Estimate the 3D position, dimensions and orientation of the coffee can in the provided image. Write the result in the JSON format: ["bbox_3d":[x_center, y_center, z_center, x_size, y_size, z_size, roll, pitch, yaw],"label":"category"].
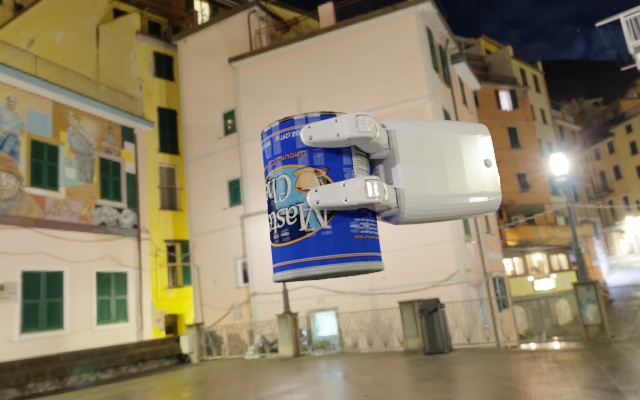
[{"bbox_3d":[0.000,0.002,0.448,0.103,0.140,0.103,-6,-12,-1],"label":"coffee can"}]
